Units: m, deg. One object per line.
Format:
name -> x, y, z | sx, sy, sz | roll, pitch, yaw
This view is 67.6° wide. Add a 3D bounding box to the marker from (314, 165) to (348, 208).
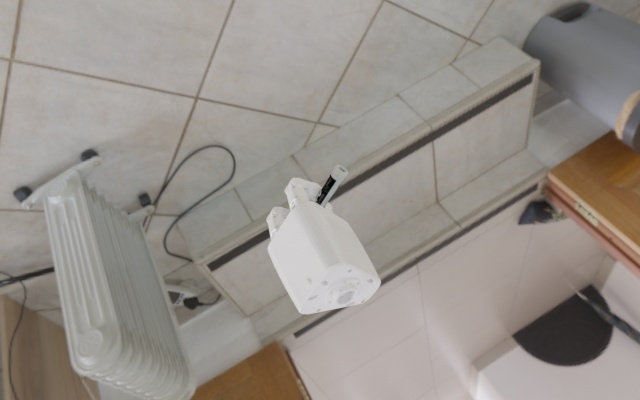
marker -> 0.000, 0.002, 0.676 | 0.020, 0.121, 0.020 | 26, 28, -15
